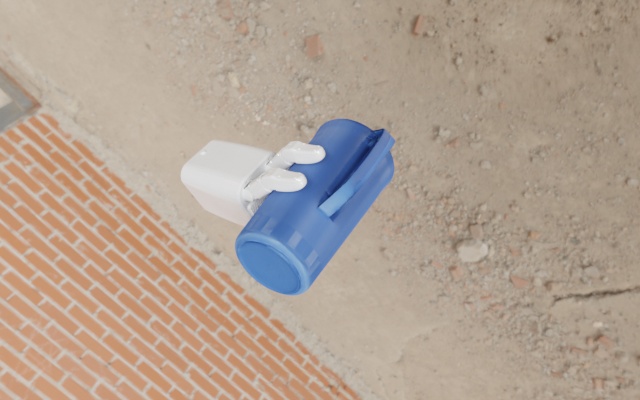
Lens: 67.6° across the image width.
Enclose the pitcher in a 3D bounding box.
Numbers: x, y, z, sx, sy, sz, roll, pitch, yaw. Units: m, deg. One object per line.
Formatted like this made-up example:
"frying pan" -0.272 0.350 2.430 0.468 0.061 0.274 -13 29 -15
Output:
"pitcher" 0.000 0.002 0.638 0.145 0.149 0.242 17 48 24
